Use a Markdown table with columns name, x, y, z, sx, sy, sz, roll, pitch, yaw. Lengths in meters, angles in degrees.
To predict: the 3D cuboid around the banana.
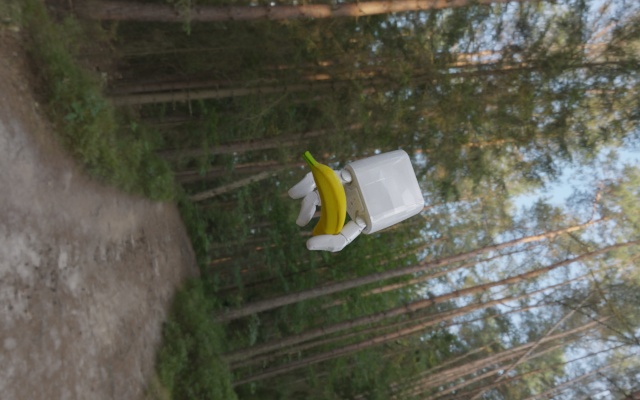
| name | x | y | z | sx | sy | sz | roll | pitch | yaw |
| --- | --- | --- | --- | --- | --- | --- | --- | --- | --- |
| banana | 0.010 | 0.011 | 0.725 | 0.037 | 0.198 | 0.069 | -28 | 52 | -20 |
